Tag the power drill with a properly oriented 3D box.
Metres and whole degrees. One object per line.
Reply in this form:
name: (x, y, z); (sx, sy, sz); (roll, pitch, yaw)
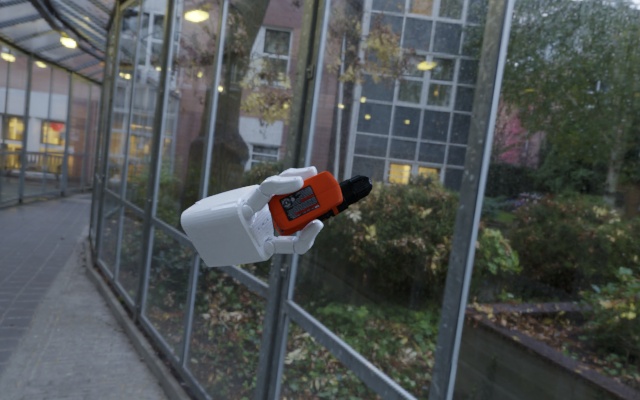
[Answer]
power drill: (0.000, 0.003, 0.760); (0.184, 0.057, 0.188); (-28, -8, 2)
